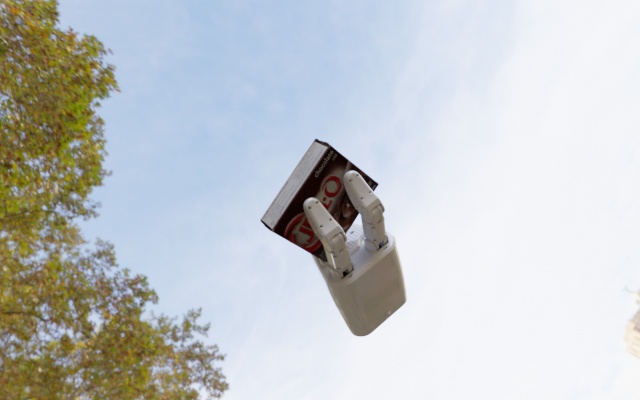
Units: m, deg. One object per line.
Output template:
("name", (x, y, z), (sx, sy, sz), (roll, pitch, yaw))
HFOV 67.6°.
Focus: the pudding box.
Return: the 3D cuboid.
("pudding box", (0.000, 0.002, 0.536), (0.090, 0.113, 0.039), (34, -2, -39))
